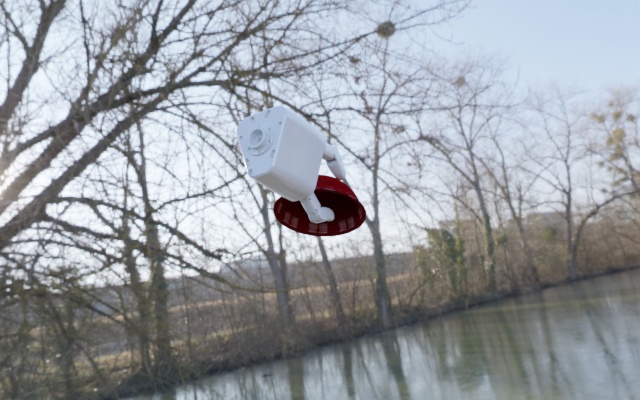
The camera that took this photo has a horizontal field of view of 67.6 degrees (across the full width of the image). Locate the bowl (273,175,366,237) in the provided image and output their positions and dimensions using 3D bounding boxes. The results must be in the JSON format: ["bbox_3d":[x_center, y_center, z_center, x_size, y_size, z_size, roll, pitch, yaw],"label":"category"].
[{"bbox_3d":[0.001,0.003,0.840,0.162,0.055,0.162,3,-33,2],"label":"bowl"}]
